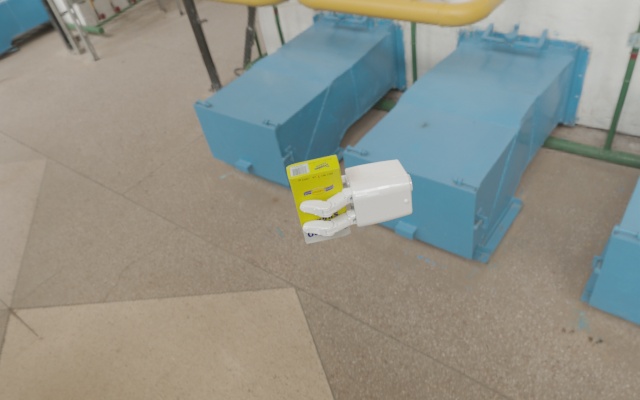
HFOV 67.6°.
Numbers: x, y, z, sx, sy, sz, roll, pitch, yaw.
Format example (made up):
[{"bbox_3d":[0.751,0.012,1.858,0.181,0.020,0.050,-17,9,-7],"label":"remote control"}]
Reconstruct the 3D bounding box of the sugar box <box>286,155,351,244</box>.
[{"bbox_3d":[0.000,0.003,0.891,0.093,0.176,0.048,-12,41,1],"label":"sugar box"}]
